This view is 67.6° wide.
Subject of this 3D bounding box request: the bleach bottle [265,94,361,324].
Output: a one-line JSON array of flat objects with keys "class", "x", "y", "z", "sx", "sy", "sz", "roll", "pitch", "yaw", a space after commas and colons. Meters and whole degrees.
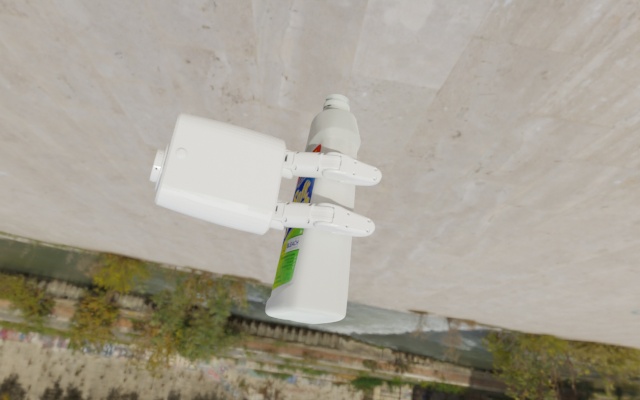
[{"class": "bleach bottle", "x": 0.000, "y": 0.002, "z": 0.523, "sx": 0.068, "sy": 0.250, "sz": 0.102, "roll": 15, "pitch": -22, "yaw": -19}]
